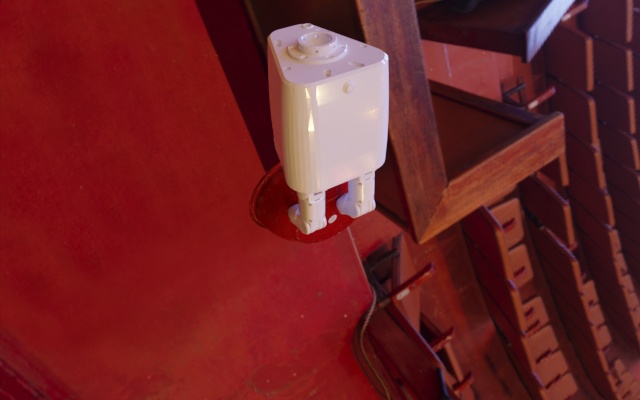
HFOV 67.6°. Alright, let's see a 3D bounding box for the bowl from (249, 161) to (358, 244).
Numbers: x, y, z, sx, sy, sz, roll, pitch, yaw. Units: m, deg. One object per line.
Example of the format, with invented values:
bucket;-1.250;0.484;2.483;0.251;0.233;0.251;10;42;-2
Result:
bowl;0.000;0.003;0.565;0.162;0.055;0.162;-25;-29;-15
